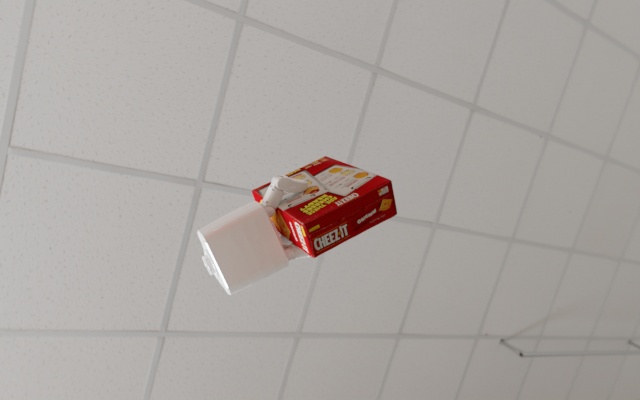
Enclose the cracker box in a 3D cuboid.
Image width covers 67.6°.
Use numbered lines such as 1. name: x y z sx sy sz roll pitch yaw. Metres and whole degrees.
1. cracker box: 0.000 0.002 0.812 0.164 0.072 0.213 -26 26 -20
